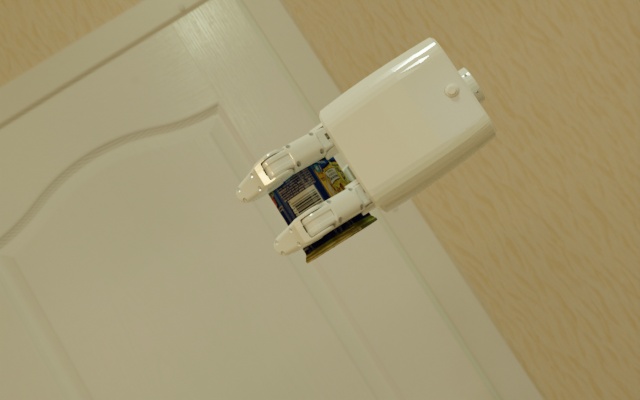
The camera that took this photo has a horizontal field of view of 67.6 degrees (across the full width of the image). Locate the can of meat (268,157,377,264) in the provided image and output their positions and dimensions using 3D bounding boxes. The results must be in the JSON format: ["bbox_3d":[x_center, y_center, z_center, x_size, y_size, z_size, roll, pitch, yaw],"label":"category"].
[{"bbox_3d":[0.000,0.001,0.438,0.057,0.084,0.102,-34,-6,18],"label":"can of meat"}]
